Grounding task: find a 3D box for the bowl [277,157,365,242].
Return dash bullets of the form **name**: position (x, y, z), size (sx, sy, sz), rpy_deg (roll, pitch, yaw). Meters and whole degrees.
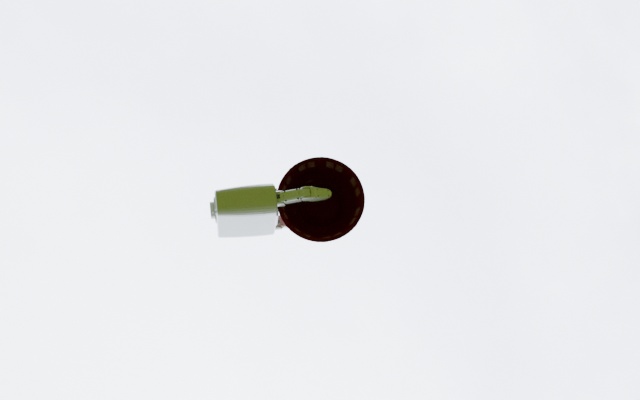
- **bowl**: position (0.001, 0.003, 0.892), size (0.162, 0.162, 0.055), rpy_deg (0, -15, -1)
